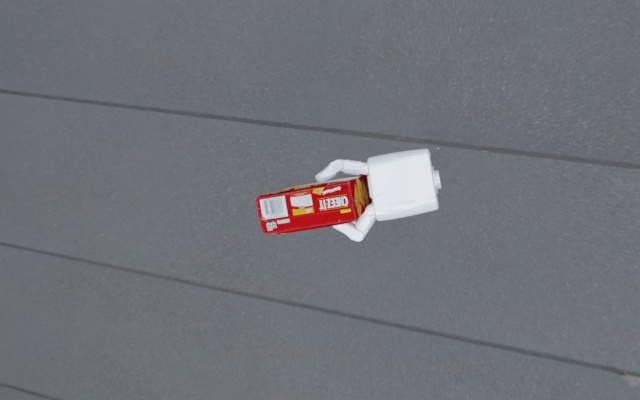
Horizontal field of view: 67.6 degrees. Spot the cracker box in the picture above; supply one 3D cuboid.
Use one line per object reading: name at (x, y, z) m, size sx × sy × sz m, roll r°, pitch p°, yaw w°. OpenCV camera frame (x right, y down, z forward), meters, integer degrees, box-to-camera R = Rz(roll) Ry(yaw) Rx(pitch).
cracker box at (0.000, 0.003, 0.865) m, size 0.164 × 0.072 × 0.213 m, roll -10°, pitch 4°, yaw 15°
